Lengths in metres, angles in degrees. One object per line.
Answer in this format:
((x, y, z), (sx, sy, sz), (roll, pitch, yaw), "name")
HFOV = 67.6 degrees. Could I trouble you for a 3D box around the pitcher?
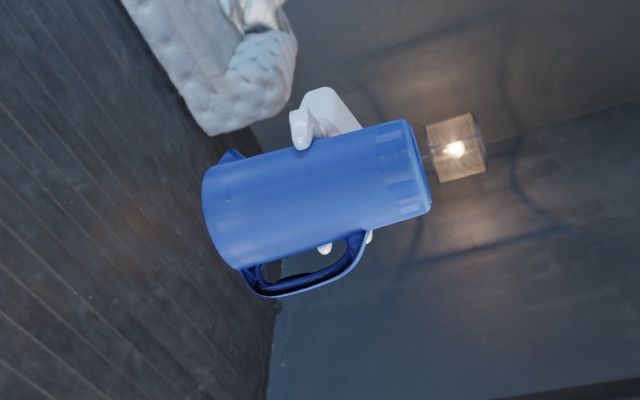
((0.000, 0.002, 0.552), (0.243, 0.149, 0.145), (-15, 31, 14), "pitcher")
